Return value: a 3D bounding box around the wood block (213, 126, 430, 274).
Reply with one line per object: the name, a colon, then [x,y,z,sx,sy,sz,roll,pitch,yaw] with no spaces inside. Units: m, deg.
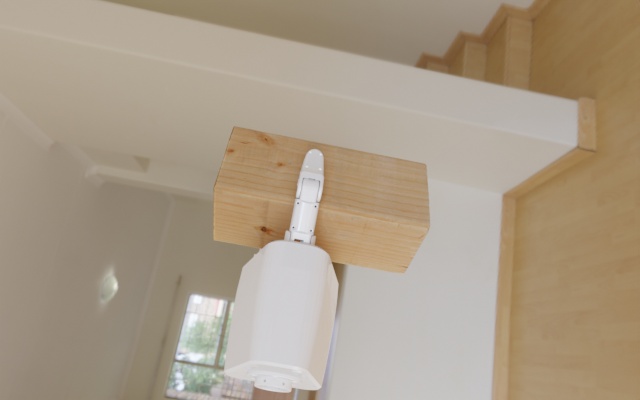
wood block: [0.000,0.002,0.502,0.206,0.090,0.091,11,-41,-4]
